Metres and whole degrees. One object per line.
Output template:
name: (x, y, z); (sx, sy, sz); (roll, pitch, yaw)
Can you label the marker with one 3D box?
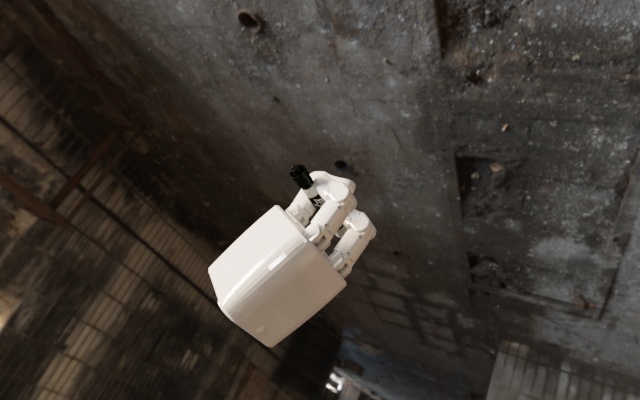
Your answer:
marker: (0.000, 0.002, 0.534); (0.020, 0.020, 0.121); (0, -36, 34)
